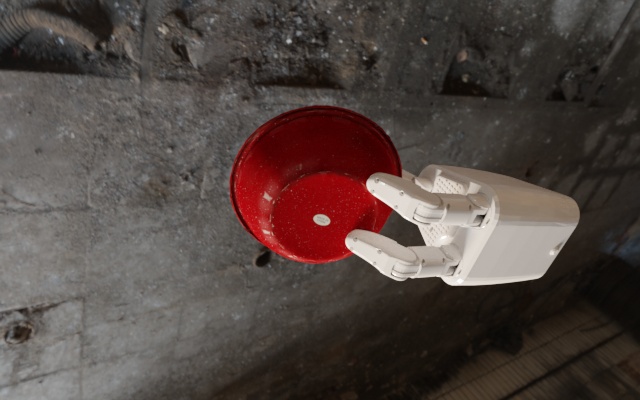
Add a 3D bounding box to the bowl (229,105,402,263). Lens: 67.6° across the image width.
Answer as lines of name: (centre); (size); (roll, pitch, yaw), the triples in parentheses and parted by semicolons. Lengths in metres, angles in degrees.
bowl: (-0.001, 0.002, 0.423); (0.162, 0.162, 0.055); (0, 32, -8)
